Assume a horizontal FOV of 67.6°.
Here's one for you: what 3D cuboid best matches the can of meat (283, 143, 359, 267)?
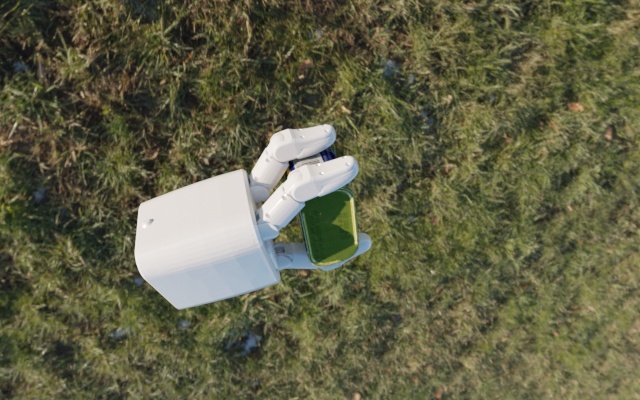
[{"bbox_3d":[0.000,0.002,0.467,0.057,0.102,0.084,-14,41,-5],"label":"can of meat"}]
